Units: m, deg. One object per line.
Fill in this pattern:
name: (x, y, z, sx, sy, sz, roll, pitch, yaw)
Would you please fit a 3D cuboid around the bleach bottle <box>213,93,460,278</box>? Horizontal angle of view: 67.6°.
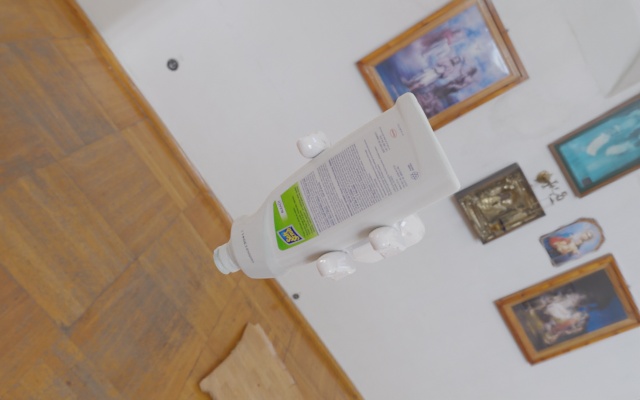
bleach bottle: (0.000, 0.002, 0.469, 0.251, 0.102, 0.068, -27, -23, 17)
